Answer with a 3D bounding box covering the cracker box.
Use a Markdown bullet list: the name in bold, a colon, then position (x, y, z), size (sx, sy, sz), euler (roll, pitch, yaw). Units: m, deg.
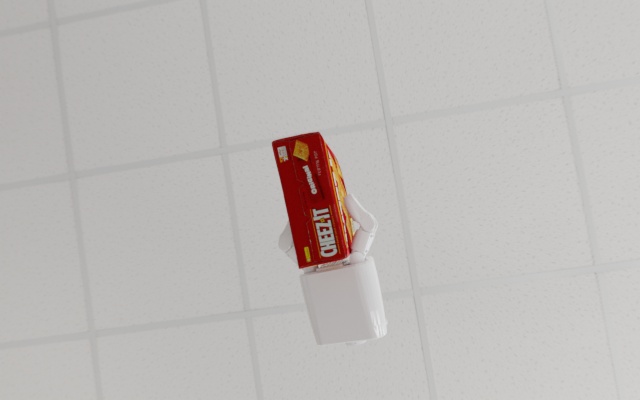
- **cracker box**: position (0.000, 0.002, 0.687), size (0.072, 0.164, 0.214), euler (-13, -3, 6)
